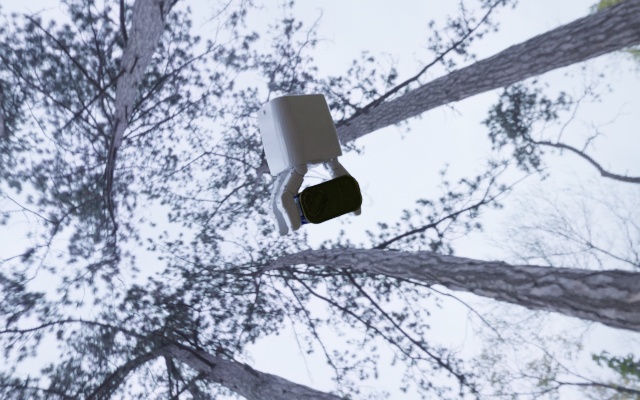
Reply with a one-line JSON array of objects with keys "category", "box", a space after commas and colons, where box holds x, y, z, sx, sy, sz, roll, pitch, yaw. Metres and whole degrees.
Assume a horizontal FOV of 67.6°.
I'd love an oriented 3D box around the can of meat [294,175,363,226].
[{"category": "can of meat", "box": [0.000, 0.003, 0.743, 0.102, 0.057, 0.084, -19, 2, -27]}]
